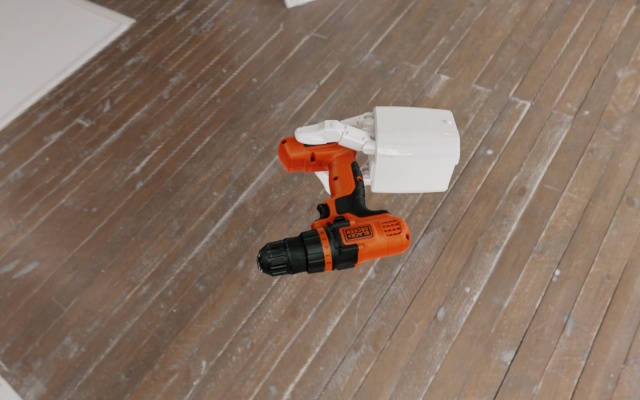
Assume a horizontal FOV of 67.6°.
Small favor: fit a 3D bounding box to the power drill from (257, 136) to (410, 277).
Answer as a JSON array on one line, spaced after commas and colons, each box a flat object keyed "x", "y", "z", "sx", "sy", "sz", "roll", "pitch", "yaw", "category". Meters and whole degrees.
[{"x": 0.000, "y": 0.002, "z": 0.601, "sx": 0.184, "sy": 0.187, "sz": 0.057, "roll": -9, "pitch": -32, "yaw": -12, "category": "power drill"}]
